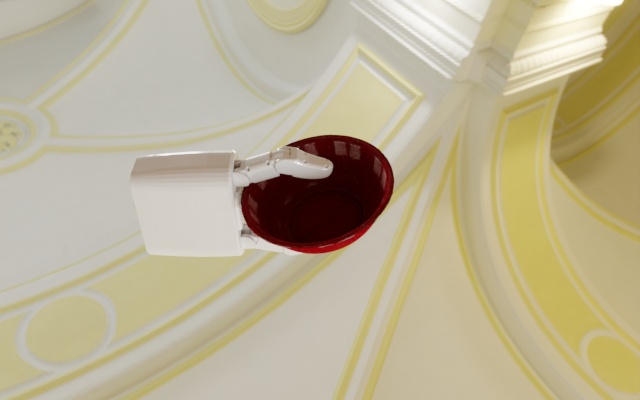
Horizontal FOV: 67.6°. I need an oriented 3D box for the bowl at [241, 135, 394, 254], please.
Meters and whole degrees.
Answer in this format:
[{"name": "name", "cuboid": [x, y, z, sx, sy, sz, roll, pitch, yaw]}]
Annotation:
[{"name": "bowl", "cuboid": [0.001, 0.002, 0.511, 0.162, 0.162, 0.055, 0, -42, 16]}]
